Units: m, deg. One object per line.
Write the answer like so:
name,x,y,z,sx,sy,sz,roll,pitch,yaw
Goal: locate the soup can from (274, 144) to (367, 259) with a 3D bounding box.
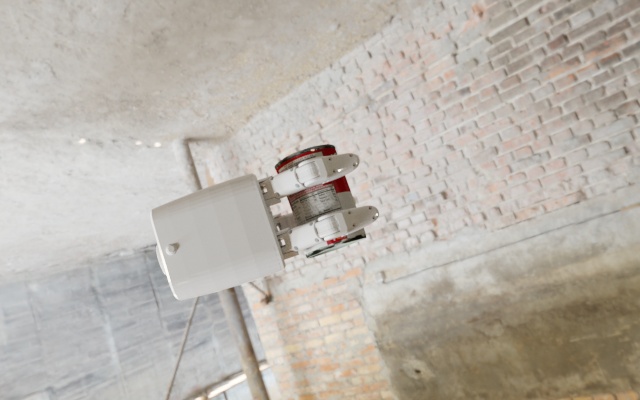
soup can,0.001,0.002,0.496,0.068,0.102,0.068,-19,-8,-3
